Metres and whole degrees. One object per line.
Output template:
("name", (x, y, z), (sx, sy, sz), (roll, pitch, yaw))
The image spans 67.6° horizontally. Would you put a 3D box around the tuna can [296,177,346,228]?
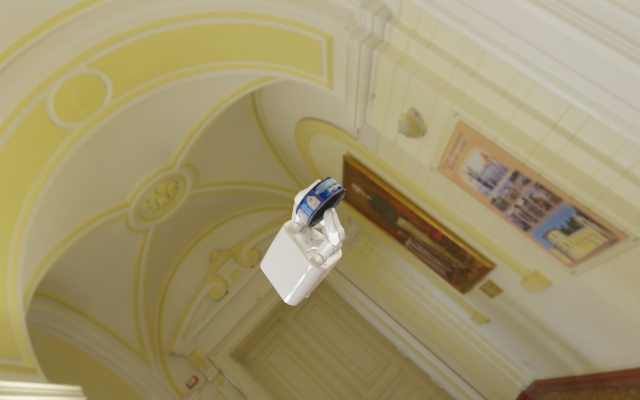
("tuna can", (0.000, 0.002, 0.777), (0.033, 0.086, 0.086), (45, 12, 13))
